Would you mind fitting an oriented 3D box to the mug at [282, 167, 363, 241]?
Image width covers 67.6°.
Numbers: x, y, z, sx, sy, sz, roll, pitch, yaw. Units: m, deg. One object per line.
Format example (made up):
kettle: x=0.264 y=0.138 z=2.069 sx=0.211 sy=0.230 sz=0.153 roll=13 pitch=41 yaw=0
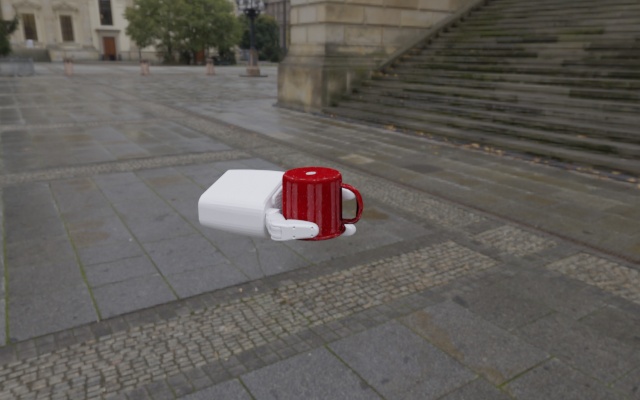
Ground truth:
mug: x=0.001 y=0.002 z=0.648 sx=0.117 sy=0.081 sz=0.093 roll=5 pitch=18 yaw=19
